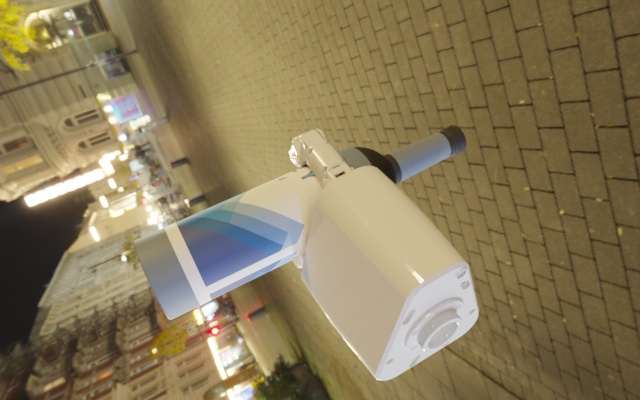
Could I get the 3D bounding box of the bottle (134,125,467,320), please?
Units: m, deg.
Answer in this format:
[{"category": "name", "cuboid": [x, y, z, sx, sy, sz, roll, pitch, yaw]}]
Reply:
[{"category": "bottle", "cuboid": [0.000, 0.001, 0.404, 0.295, 0.069, 0.069, -25, 8, -17]}]
